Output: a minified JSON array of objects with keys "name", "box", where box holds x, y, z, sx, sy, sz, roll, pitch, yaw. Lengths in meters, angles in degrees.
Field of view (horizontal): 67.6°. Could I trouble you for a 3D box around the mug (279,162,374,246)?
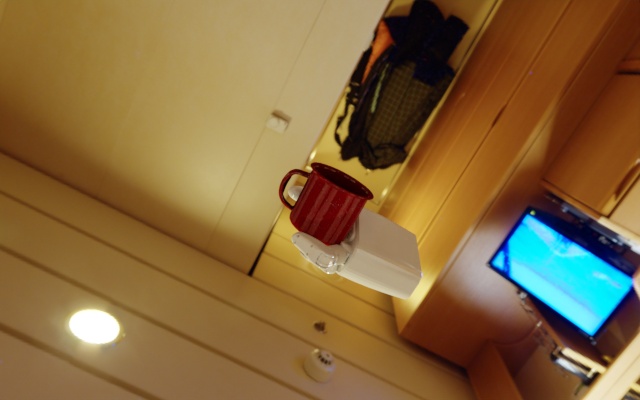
[{"name":"mug","box":[-0.001,0.002,0.631,0.117,0.081,0.093,25,17,-12]}]
